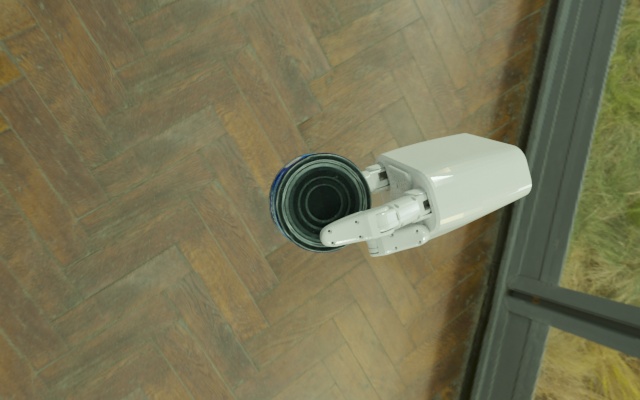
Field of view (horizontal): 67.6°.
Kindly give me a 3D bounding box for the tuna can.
[{"bbox_3d":[0.000,0.001,0.412,0.086,0.086,0.034,0,4,-14],"label":"tuna can"}]
